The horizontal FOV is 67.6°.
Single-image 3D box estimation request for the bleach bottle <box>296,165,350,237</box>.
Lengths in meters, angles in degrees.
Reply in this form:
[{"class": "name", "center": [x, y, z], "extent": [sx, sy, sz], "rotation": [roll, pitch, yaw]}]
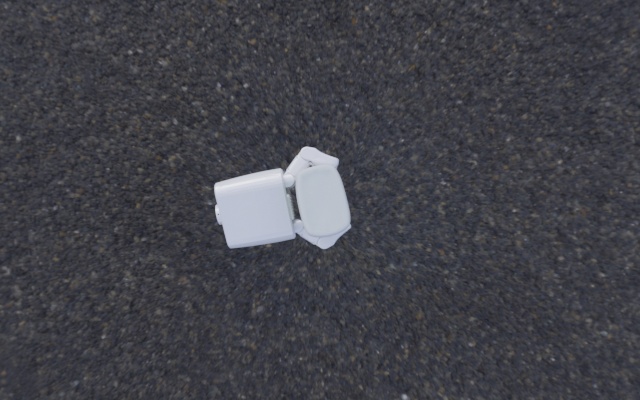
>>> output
[{"class": "bleach bottle", "center": [0.000, 0.002, 0.774], "extent": [0.068, 0.102, 0.251], "rotation": [-12, -2, -1]}]
